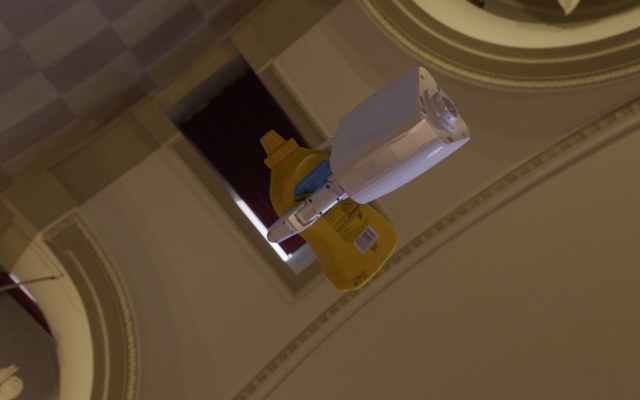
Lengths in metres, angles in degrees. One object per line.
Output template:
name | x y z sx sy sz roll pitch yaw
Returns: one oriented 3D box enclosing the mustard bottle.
mustard bottle | 0.000 0.002 0.534 0.096 0.191 0.058 -44 10 -31
